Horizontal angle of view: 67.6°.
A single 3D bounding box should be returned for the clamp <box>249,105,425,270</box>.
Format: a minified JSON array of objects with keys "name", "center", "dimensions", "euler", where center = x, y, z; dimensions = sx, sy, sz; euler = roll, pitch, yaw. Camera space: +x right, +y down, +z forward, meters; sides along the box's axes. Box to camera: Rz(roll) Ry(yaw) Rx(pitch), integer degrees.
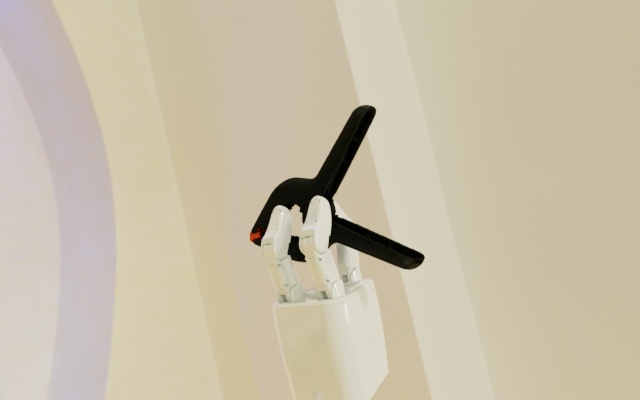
[{"name":"clamp","center":[0.000,0.002,0.511],"dimensions":[0.210,0.164,0.036],"euler":[-14,-4,38]}]
